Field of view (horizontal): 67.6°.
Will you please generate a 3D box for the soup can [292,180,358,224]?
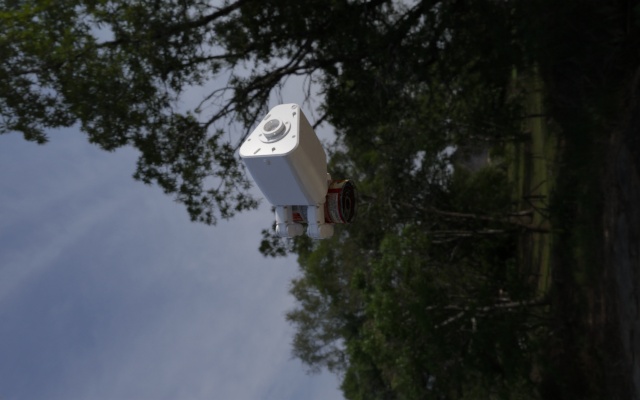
[{"bbox_3d":[0.000,0.003,0.749,0.102,0.068,0.068,-1,0,26],"label":"soup can"}]
